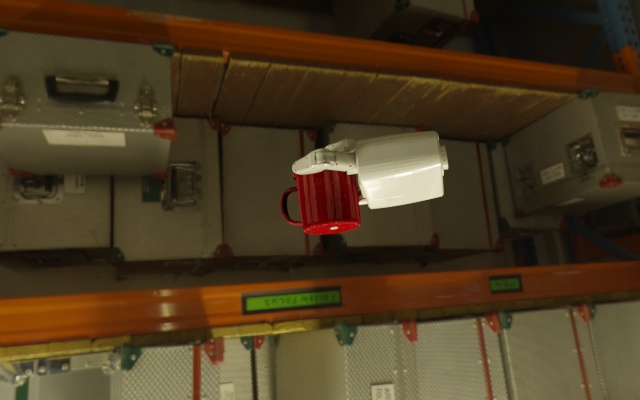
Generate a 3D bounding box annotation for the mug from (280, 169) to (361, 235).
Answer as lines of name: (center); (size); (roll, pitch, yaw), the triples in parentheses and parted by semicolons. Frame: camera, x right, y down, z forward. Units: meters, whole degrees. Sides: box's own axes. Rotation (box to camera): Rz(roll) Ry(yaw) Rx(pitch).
mug: (-0.001, 0.003, 0.661); (0.117, 0.081, 0.093); (-9, -14, 13)
